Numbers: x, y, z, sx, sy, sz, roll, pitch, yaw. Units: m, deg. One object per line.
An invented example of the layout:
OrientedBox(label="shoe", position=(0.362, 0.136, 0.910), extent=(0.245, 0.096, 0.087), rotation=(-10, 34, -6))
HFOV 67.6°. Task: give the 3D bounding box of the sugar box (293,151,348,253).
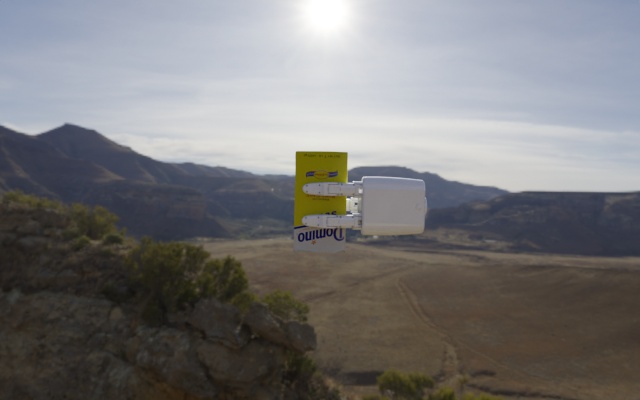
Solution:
OrientedBox(label="sugar box", position=(0.000, 0.003, 0.839), extent=(0.093, 0.176, 0.048), rotation=(1, 0, 1))
